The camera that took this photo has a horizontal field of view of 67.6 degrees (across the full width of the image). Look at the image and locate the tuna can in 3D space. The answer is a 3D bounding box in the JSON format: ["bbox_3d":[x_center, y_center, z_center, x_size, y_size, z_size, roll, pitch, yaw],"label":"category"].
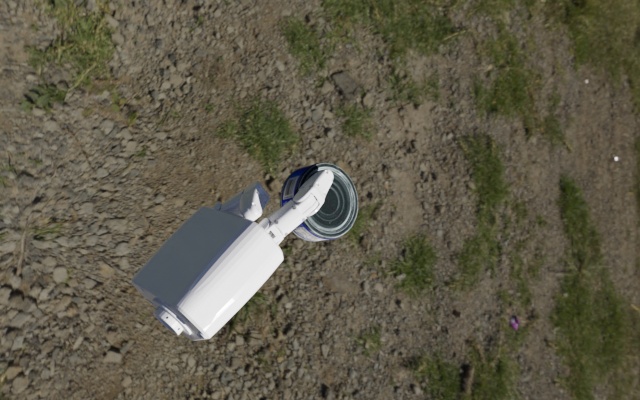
[{"bbox_3d":[0.000,0.002,0.528,0.086,0.086,0.034,0,-7,-36],"label":"tuna can"}]
